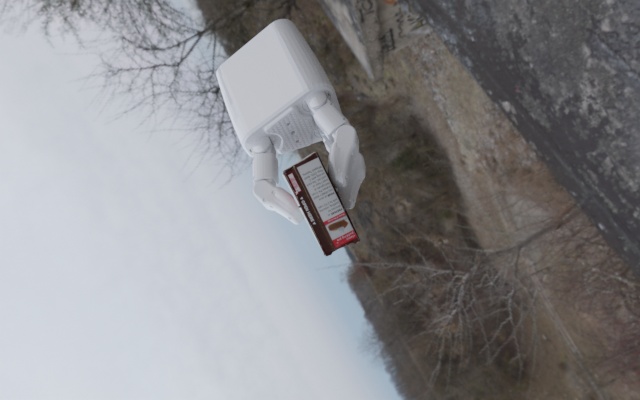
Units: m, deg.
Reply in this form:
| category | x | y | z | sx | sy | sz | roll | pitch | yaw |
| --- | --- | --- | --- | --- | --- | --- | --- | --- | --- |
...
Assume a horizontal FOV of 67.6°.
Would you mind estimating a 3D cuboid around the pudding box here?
| category | x | y | z | sx | sy | sz | roll | pitch | yaw |
| --- | --- | --- | --- | --- | --- | --- | --- | --- | --- |
| pudding box | 0.000 | 0.002 | 0.473 | 0.039 | 0.090 | 0.113 | -27 | 3 | 2 |
